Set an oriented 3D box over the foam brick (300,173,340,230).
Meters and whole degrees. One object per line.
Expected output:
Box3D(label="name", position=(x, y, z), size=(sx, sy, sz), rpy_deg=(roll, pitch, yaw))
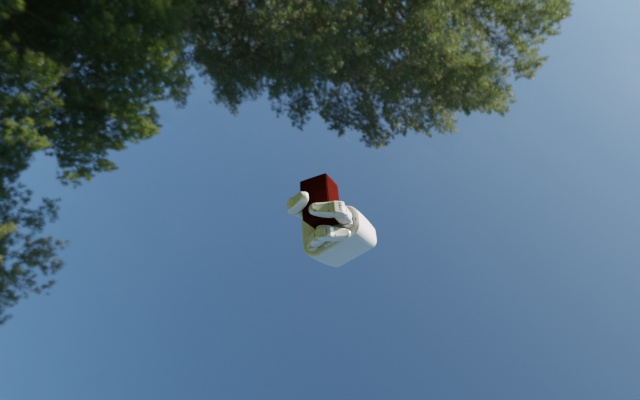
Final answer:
Box3D(label="foam brick", position=(0.000, 0.002, 0.830), size=(0.053, 0.078, 0.051), rpy_deg=(-15, -26, 22))
